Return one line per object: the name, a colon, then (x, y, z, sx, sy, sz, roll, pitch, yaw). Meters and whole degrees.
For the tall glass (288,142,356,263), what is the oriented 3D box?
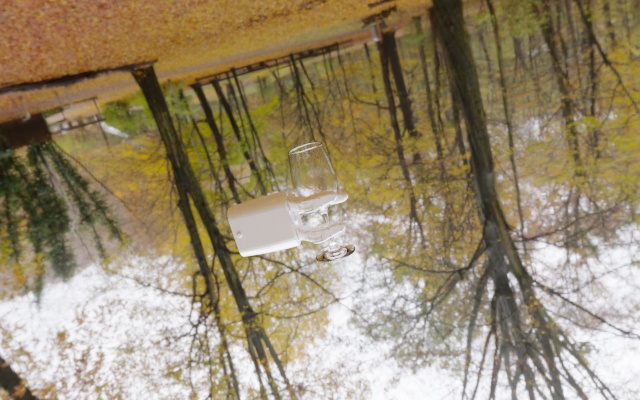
tall glass: (0.000, 0.003, 0.832, 0.079, 0.201, 0.079, -15, 15, 4)
